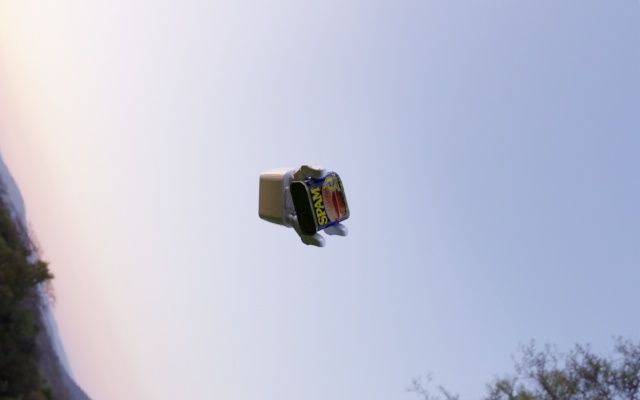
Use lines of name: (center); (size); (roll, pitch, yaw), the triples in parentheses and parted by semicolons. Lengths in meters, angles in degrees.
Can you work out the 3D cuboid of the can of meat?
can of meat: (0.000, 0.003, 0.883); (0.084, 0.102, 0.057); (-21, 12, -33)
